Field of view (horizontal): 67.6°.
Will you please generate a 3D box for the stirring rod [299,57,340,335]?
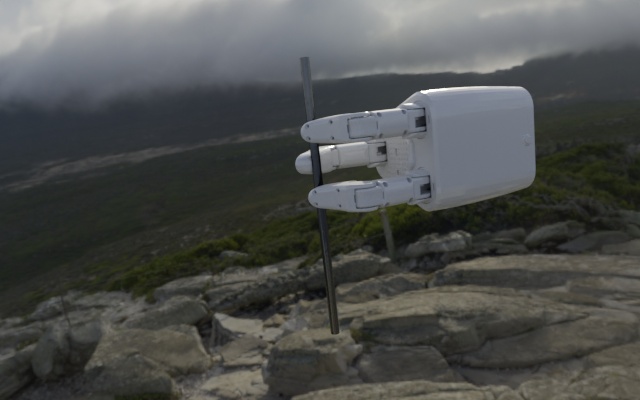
[{"bbox_3d":[0.000,0.001,0.410,0.011,0.239,0.011,-6,10,1],"label":"stirring rod"}]
